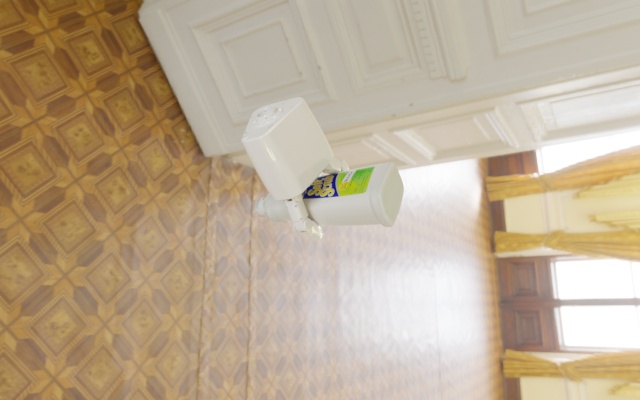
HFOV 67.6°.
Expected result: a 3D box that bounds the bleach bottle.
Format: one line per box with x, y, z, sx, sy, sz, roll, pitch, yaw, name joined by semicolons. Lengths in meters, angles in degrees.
0.000;0.002;0.758;0.251;0.068;0.102;-8;36;30;bleach bottle
